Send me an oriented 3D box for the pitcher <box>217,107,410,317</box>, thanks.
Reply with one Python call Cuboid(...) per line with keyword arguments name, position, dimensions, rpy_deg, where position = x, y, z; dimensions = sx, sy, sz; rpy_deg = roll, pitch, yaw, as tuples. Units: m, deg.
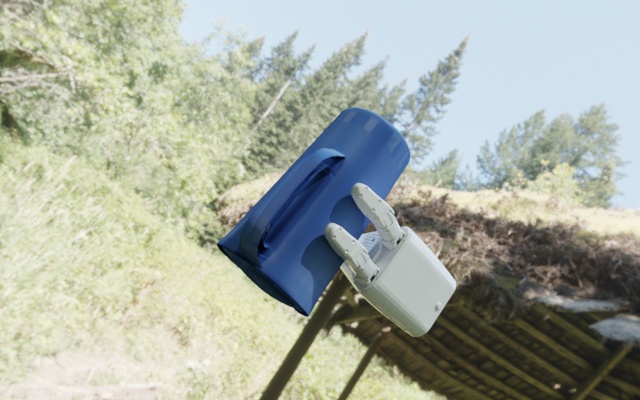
Cuboid(name="pitcher", position=(0.000, 0.002, 0.566), dimensions=(0.145, 0.242, 0.149), rpy_deg=(44, -17, -20))
